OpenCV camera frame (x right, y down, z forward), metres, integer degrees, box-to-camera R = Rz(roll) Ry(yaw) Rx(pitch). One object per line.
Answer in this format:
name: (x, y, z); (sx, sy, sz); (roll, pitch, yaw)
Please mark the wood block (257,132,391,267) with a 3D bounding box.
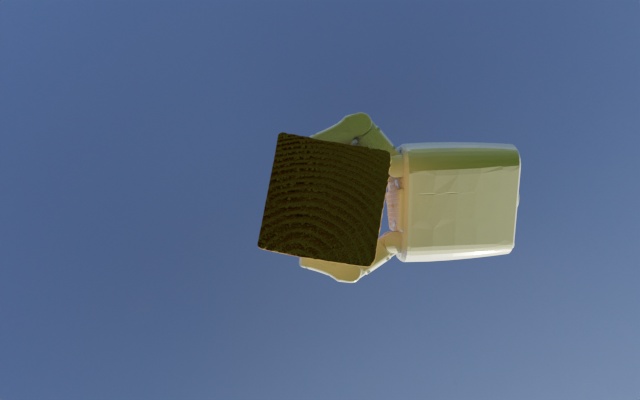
wood block: (0.000, 0.002, 0.456); (0.090, 0.091, 0.206); (10, -2, -1)
